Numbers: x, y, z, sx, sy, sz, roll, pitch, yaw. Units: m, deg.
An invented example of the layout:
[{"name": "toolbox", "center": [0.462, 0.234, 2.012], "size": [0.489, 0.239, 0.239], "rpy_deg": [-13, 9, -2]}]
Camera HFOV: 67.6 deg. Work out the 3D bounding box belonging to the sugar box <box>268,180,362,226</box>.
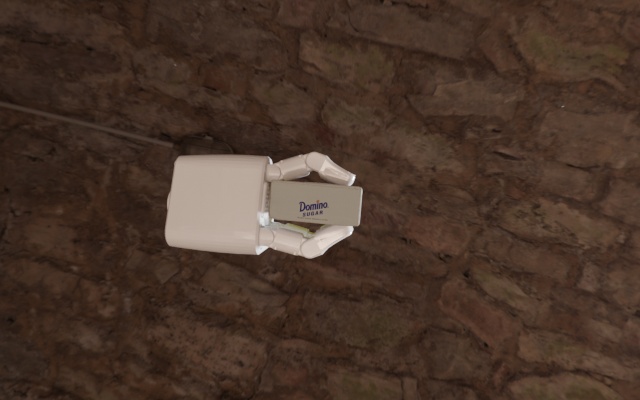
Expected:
[{"name": "sugar box", "center": [0.000, 0.002, 0.554], "size": [0.093, 0.048, 0.176], "rpy_deg": [5, 3, 4]}]
